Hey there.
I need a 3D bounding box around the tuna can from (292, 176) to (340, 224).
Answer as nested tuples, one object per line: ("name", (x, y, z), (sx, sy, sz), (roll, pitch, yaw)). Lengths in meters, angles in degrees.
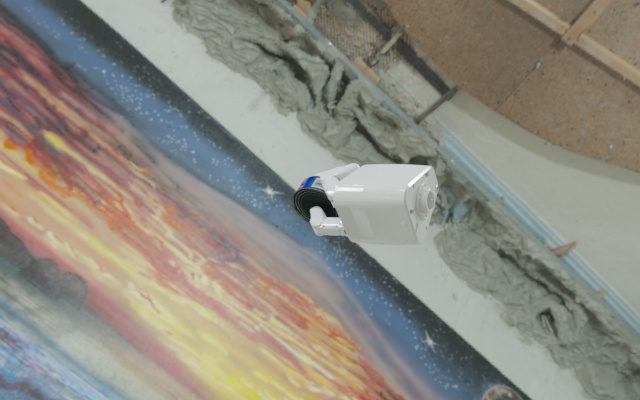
("tuna can", (0.000, 0.002, 0.765), (0.086, 0.086, 0.033), (0, 42, 32))
